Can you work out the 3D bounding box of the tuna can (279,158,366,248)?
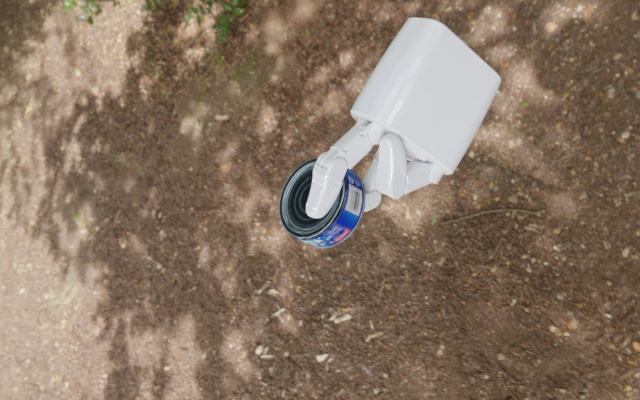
[{"bbox_3d":[0.000,0.001,0.470,0.086,0.086,0.034,0,-18,41],"label":"tuna can"}]
